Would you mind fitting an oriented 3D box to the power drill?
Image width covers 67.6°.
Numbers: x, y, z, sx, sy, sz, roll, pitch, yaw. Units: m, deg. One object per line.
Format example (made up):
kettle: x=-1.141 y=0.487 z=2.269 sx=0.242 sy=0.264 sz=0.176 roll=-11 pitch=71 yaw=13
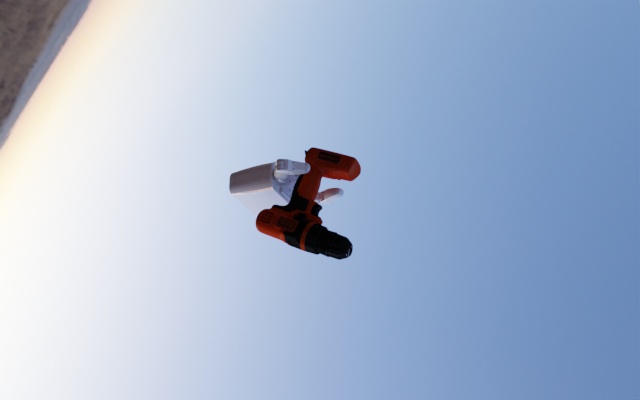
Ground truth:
power drill: x=0.000 y=0.002 z=0.837 sx=0.184 sy=0.187 sz=0.057 roll=18 pitch=-26 yaw=23
